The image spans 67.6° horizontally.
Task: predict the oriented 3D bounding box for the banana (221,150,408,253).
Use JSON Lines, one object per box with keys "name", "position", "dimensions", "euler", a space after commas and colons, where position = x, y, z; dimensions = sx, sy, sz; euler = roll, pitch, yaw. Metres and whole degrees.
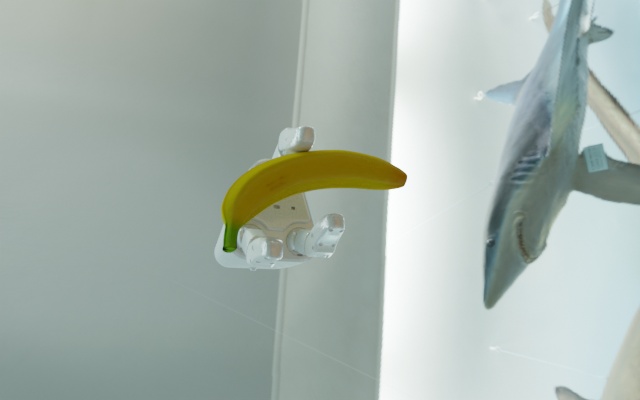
{"name": "banana", "position": [-0.011, -0.014, 0.435], "dimensions": [0.198, 0.069, 0.037], "euler": [-21, -14, -27]}
